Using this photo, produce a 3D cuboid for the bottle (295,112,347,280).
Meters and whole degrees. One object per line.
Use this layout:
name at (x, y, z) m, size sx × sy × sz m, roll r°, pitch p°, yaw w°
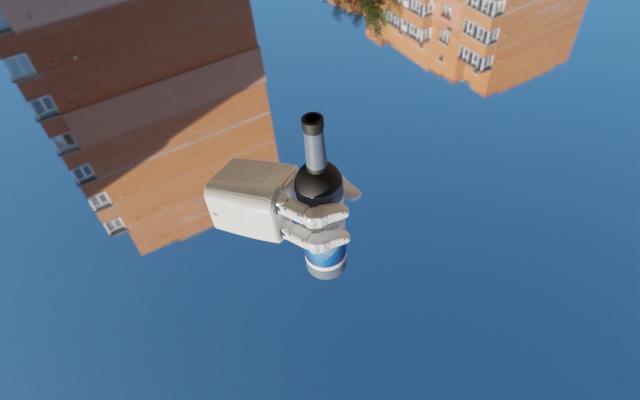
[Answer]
bottle at (0.000, 0.002, 0.678) m, size 0.069 × 0.069 × 0.296 m, roll 0°, pitch -43°, yaw 5°
